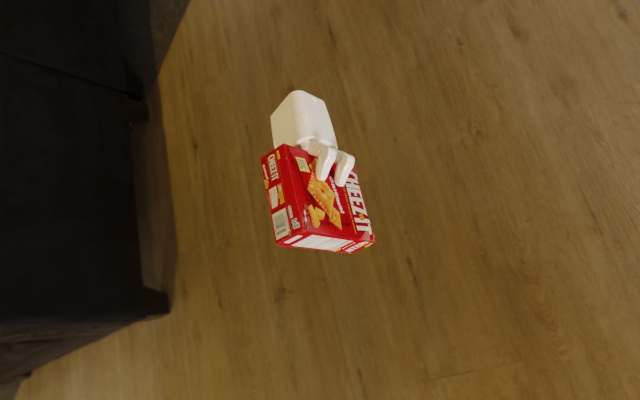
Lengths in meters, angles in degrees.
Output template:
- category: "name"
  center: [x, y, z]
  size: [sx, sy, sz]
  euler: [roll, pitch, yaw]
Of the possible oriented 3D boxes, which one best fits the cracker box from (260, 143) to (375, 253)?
- category: "cracker box"
  center: [0.000, 0.003, 0.867]
  size: [0.072, 0.164, 0.214]
  euler: [-27, -25, 33]
